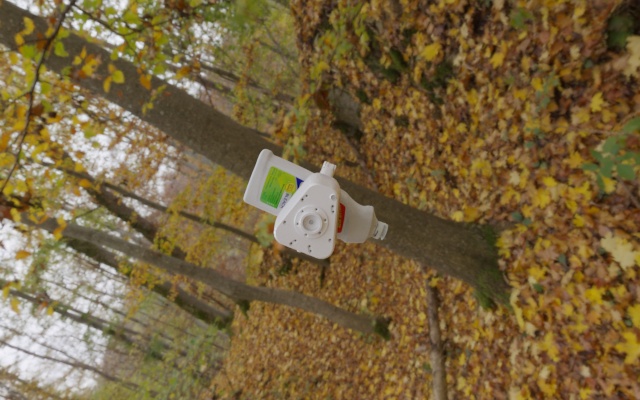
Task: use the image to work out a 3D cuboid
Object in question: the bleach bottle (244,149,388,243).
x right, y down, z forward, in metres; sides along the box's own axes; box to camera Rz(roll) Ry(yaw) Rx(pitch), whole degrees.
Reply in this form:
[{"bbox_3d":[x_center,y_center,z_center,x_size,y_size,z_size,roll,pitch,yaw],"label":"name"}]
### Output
[{"bbox_3d":[0.000,0.003,0.833,0.251,0.102,0.068,21,9,-3],"label":"bleach bottle"}]
